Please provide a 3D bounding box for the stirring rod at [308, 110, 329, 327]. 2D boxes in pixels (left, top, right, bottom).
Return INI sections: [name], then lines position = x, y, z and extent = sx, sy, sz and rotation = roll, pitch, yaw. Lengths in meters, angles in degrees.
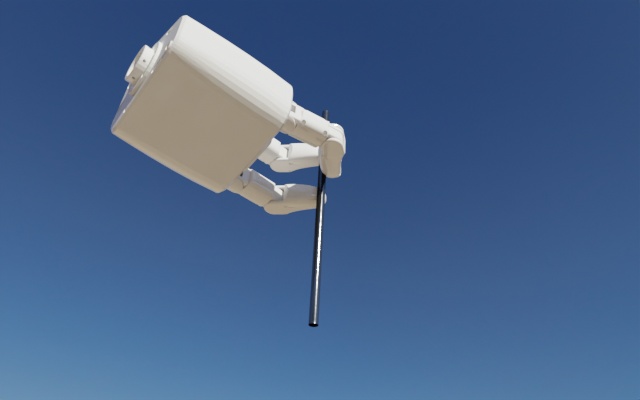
[stirring rod]
position = 0.000, 0.001, 0.446
extent = 0.011, 0.239, 0.011
rotation = 2, -37, 2
